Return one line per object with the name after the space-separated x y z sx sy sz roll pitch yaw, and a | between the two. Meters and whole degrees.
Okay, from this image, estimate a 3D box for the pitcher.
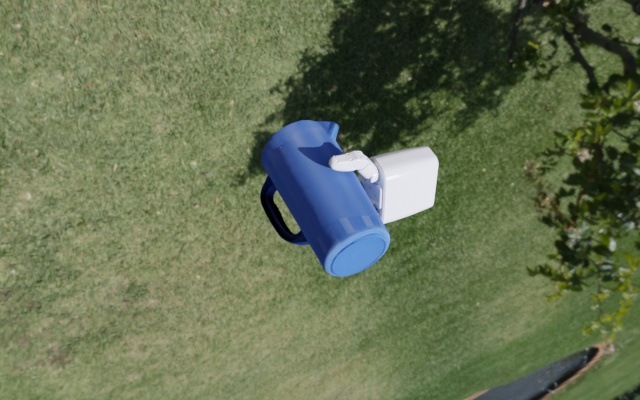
0.000 0.002 0.759 0.145 0.242 0.149 -15 -38 -20 | pitcher
